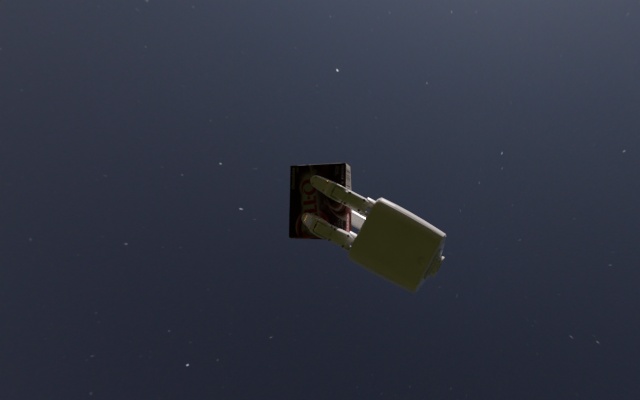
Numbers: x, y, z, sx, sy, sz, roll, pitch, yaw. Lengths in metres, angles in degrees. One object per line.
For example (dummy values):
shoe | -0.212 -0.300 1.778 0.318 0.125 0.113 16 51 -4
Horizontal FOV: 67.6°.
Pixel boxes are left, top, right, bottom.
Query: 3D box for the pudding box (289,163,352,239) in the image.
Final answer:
pudding box | 0.000 0.002 0.719 0.090 0.113 0.039 -1 -8 19
